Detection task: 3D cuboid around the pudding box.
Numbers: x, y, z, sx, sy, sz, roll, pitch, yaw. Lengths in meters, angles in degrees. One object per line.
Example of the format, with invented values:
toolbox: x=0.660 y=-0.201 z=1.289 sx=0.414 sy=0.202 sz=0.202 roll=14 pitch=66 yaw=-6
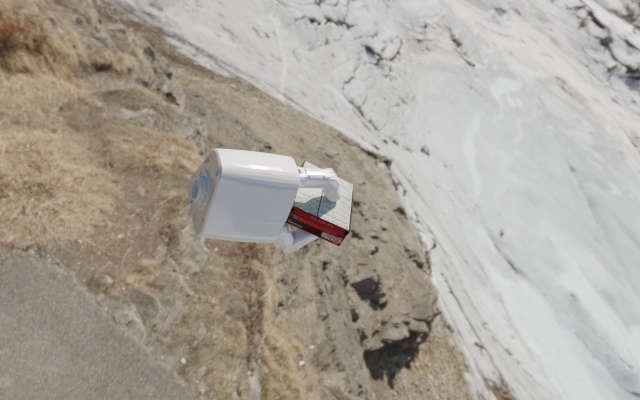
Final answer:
pudding box: x=0.000 y=0.002 z=0.690 sx=0.090 sy=0.113 sz=0.039 roll=26 pitch=-50 yaw=-13
